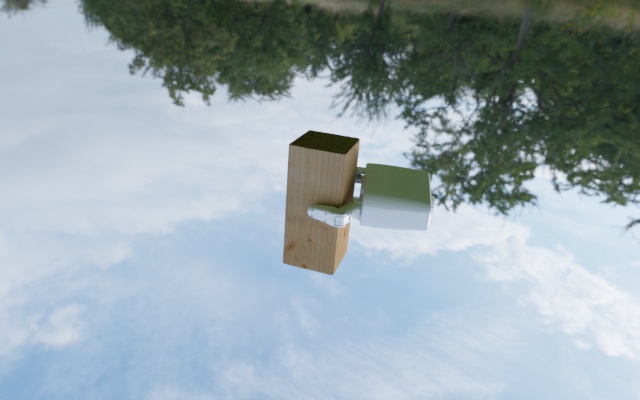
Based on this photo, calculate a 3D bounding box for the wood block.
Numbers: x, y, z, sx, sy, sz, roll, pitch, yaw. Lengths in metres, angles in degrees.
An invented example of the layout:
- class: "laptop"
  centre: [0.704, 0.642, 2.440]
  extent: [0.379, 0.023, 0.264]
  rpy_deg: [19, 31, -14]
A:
- class: "wood block"
  centre: [0.000, 0.003, 0.769]
  extent: [0.090, 0.206, 0.090]
  rpy_deg: [12, 25, 15]
